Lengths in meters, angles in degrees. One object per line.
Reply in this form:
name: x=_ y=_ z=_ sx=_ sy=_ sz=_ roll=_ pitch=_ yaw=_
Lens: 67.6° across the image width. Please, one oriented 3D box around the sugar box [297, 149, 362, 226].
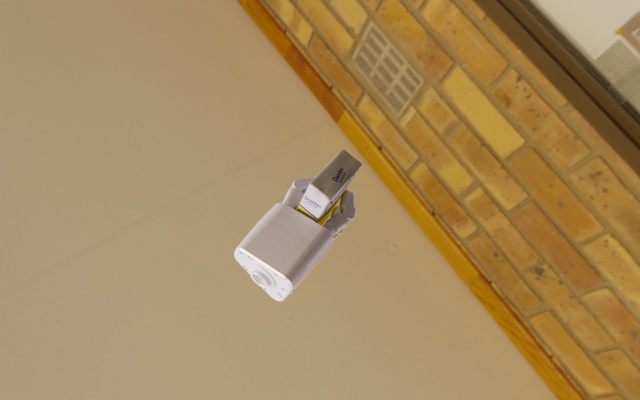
sugar box: x=0.000 y=0.003 z=0.778 sx=0.093 sy=0.048 sz=0.176 roll=-48 pitch=-4 yaw=-33
